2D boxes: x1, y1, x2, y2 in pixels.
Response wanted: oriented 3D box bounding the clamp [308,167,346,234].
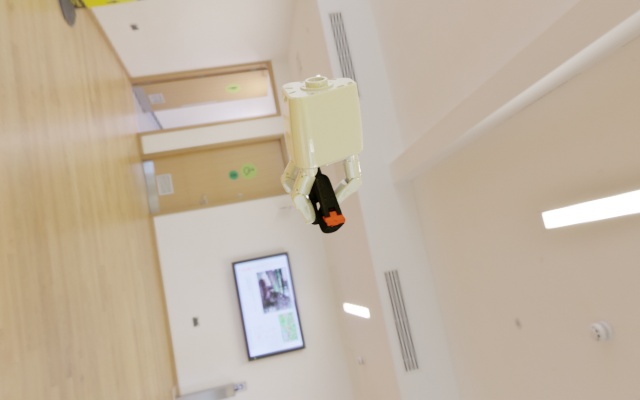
[{"bbox_3d":[0.001,0.002,0.769,0.036,0.165,0.210,-13,28,-9],"label":"clamp"}]
